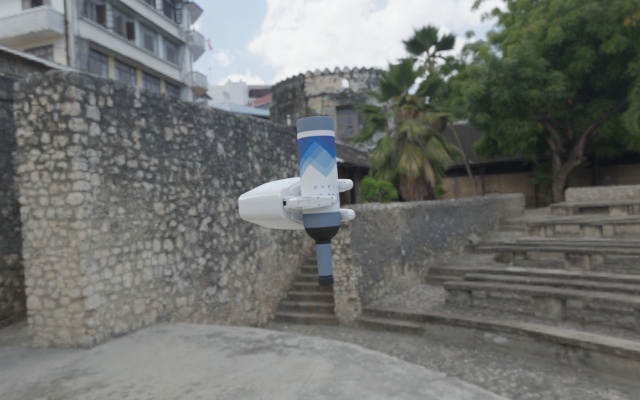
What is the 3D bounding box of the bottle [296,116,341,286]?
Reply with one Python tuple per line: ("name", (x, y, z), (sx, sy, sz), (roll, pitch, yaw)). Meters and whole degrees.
("bottle", (0.000, 0.003, 0.851), (0.069, 0.295, 0.069), (-4, 0, 0))
